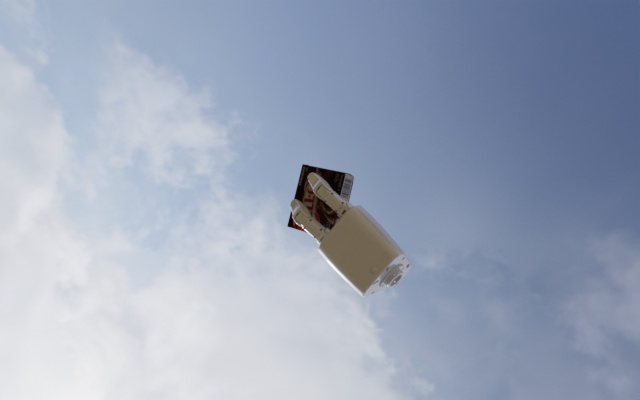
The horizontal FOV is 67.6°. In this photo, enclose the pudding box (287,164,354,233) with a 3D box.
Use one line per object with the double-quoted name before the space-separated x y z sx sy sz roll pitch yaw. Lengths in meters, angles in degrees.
"pudding box" 0.000 0.003 0.798 0.090 0.113 0.039 14 -2 33
